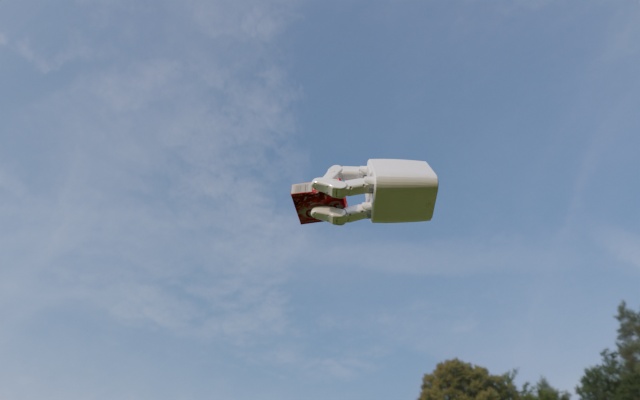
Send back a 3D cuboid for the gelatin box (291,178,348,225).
[{"bbox_3d":[0.000,0.002,0.826,0.089,0.073,0.030,-7,41,11],"label":"gelatin box"}]
